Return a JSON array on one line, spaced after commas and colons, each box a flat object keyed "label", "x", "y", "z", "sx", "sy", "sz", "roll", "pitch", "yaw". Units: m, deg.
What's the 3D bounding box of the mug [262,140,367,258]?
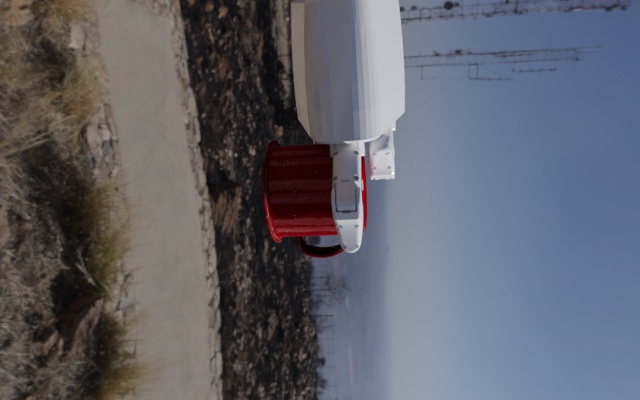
[{"label": "mug", "x": 0.000, "y": 0.003, "z": 0.434, "sx": 0.081, "sy": 0.117, "sz": 0.093, "roll": -2, "pitch": 24, "yaw": 9}]
